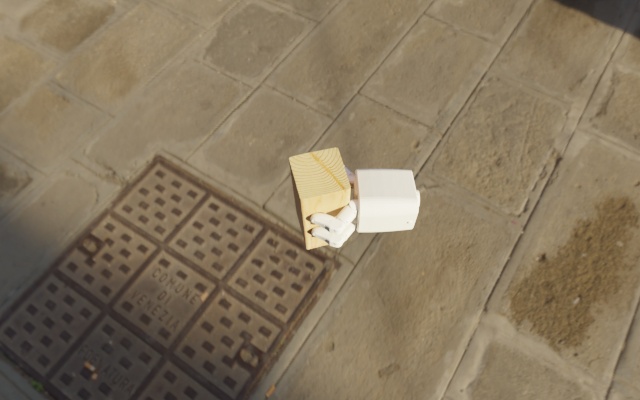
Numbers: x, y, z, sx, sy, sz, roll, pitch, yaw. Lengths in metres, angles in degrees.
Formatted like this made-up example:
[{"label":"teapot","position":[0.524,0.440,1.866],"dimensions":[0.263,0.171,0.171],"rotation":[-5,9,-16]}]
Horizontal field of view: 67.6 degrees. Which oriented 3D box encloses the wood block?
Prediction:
[{"label":"wood block","position":[0.000,0.003,0.897],"dimensions":[0.090,0.090,0.206],"rotation":[-13,-29,-6]}]
